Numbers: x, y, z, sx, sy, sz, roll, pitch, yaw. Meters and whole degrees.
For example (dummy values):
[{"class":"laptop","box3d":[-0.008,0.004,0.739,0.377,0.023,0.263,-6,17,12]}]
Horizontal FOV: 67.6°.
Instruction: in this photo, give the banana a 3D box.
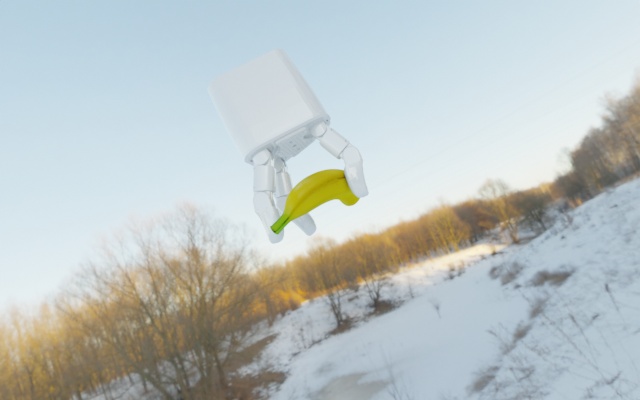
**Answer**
[{"class":"banana","box3d":[0.010,-0.009,0.579,0.070,0.037,0.198,-46,-16,28]}]
